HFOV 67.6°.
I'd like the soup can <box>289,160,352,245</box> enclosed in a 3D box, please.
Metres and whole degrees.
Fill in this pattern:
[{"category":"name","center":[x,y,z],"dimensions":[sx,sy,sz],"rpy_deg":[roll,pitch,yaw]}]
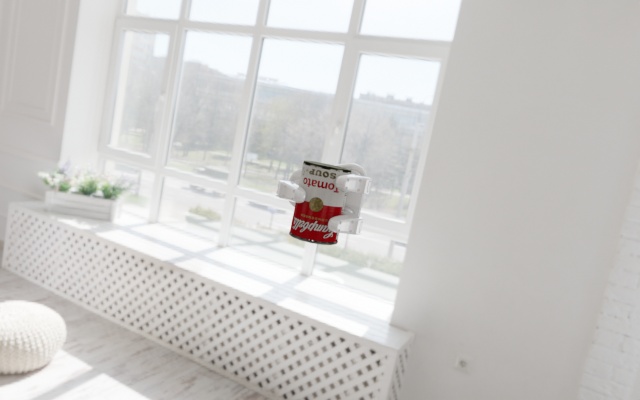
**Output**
[{"category":"soup can","center":[0.000,0.002,0.642],"dimensions":[0.068,0.102,0.068],"rpy_deg":[11,7,-1]}]
